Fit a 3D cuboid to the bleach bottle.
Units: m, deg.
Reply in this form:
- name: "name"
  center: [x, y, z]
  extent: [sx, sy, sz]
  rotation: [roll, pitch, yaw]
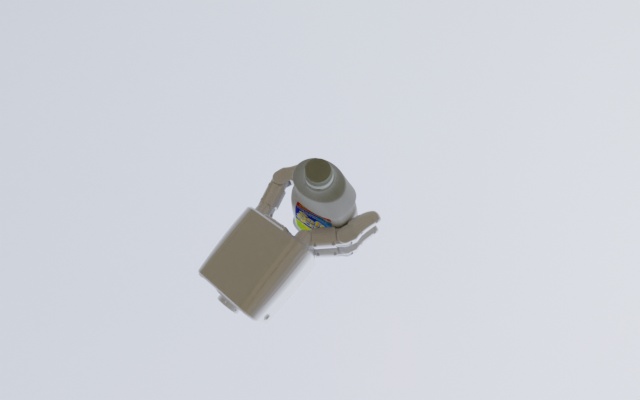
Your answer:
- name: "bleach bottle"
  center: [0.000, 0.002, 0.618]
  extent: [0.102, 0.068, 0.251]
  rotation: [35, -12, 14]
